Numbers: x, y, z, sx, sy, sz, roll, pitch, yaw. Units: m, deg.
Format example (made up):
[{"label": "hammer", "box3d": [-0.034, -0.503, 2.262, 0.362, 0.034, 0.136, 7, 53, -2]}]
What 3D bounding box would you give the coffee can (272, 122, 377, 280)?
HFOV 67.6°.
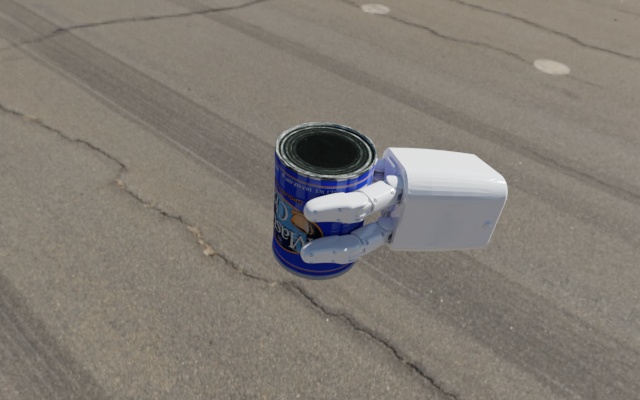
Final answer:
[{"label": "coffee can", "box3d": [0.000, 0.002, 0.518, 0.103, 0.140, 0.102, 4, 39, -3]}]
